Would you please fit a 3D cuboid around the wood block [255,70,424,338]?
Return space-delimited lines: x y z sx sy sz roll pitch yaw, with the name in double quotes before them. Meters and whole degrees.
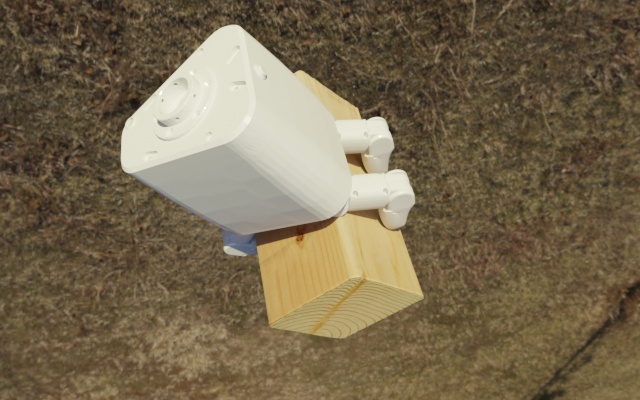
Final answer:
"wood block" 0.000 0.002 0.417 0.091 0.206 0.090 -35 -39 29
